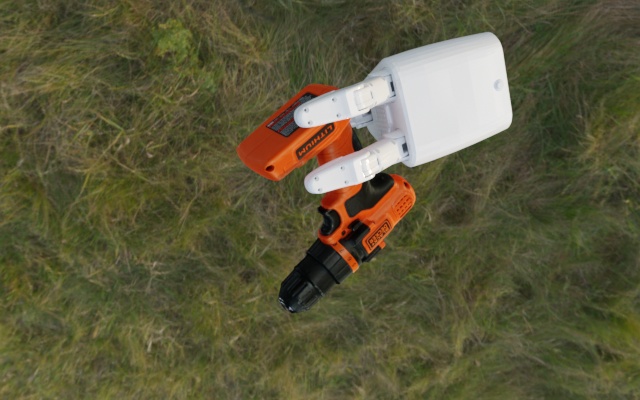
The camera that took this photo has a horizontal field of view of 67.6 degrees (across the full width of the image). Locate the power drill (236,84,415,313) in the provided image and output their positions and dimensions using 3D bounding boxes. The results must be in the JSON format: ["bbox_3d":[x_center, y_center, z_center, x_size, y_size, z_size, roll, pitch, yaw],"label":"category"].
[{"bbox_3d":[0.000,0.001,0.455,0.057,0.184,0.188,30,-21,44],"label":"power drill"}]
